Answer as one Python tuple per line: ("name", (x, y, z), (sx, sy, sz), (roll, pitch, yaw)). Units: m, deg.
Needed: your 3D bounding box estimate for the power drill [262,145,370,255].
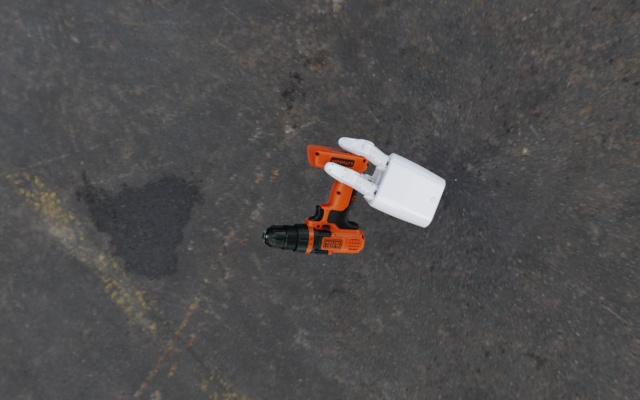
("power drill", (0.000, 0.002, 0.823), (0.184, 0.188, 0.057), (4, 17, -21))
